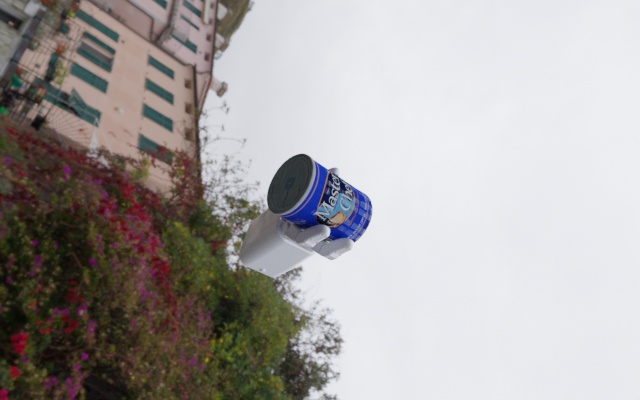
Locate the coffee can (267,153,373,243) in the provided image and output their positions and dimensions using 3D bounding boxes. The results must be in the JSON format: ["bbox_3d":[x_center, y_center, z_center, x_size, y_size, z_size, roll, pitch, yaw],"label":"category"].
[{"bbox_3d":[0.000,0.002,0.764,0.140,0.102,0.103,31,-20,-36],"label":"coffee can"}]
